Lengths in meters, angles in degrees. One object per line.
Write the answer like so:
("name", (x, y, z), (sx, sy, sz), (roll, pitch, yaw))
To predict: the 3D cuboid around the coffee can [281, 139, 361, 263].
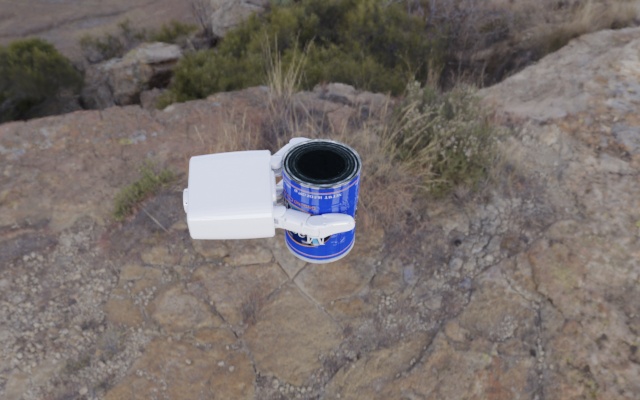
("coffee can", (0.000, 0.002, 0.655), (0.103, 0.140, 0.102), (1, 42, -1))
